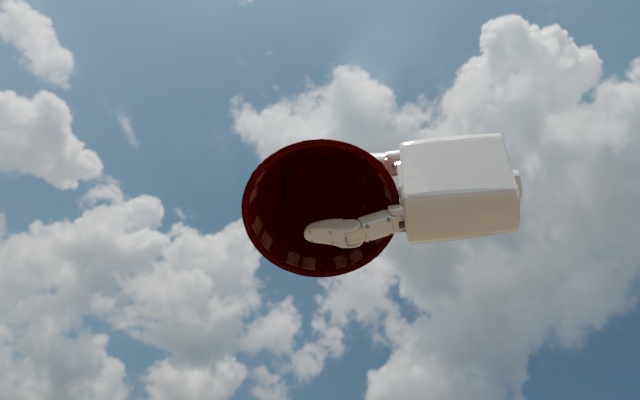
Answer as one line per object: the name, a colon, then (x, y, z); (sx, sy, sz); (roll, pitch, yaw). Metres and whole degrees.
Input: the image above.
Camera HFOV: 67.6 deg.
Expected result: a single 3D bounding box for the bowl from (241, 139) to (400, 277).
bowl: (-0.001, 0.001, 0.507); (0.162, 0.162, 0.055); (0, 29, -2)
